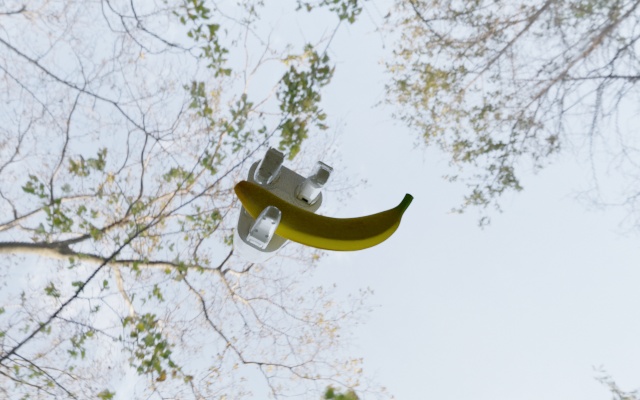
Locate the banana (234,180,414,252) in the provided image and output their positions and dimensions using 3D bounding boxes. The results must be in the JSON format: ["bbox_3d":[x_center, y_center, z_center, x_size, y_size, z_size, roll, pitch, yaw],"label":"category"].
[{"bbox_3d":[0.002,0.020,0.525,0.198,0.069,0.037,4,-11,-7],"label":"banana"}]
